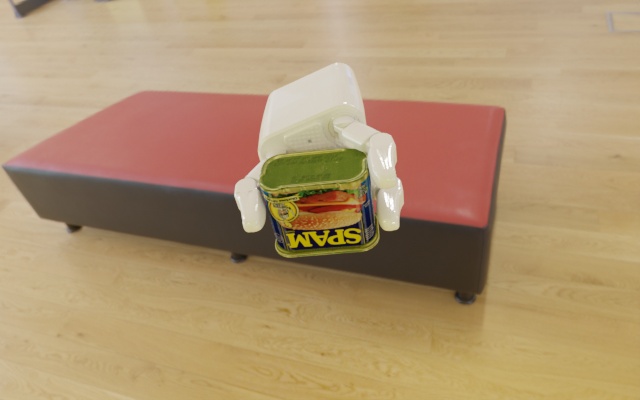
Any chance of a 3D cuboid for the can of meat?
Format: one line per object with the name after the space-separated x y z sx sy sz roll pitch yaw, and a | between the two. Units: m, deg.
0.000 0.001 0.442 0.102 0.084 0.057 -5 40 8 | can of meat
